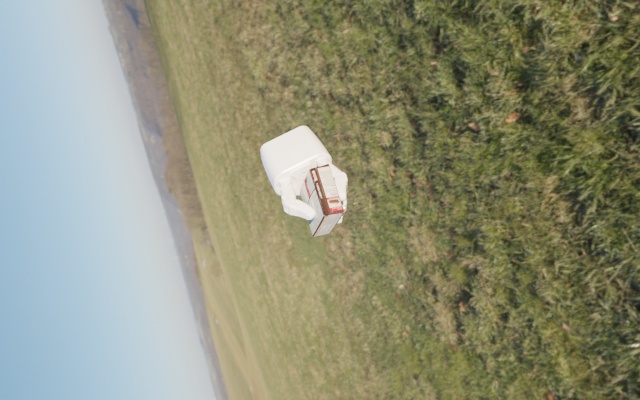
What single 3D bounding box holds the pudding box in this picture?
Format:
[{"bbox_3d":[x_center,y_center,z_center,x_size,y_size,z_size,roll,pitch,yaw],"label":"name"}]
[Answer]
[{"bbox_3d":[0.000,0.003,0.817,0.039,0.090,0.113,-13,-18,-15],"label":"pudding box"}]
